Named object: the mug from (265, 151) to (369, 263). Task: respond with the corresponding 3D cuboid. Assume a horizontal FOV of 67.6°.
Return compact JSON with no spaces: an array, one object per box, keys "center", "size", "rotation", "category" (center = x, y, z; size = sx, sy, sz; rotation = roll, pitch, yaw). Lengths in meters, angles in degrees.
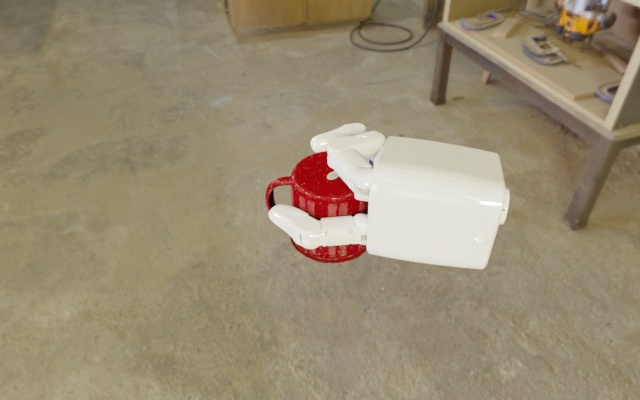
[{"center":[-0.001,0.001,0.493],"size":[0.117,0.082,0.093],"rotation":[8,42,11],"category":"mug"}]
